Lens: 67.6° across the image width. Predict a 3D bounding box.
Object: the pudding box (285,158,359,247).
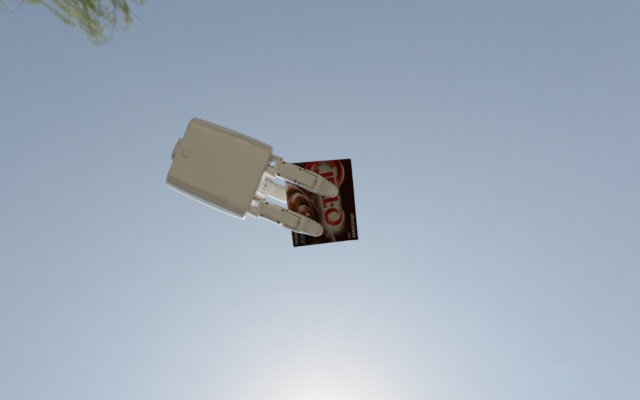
[{"bbox_3d":[0.000,0.002,0.646,0.090,0.113,0.039,-6,3,-8],"label":"pudding box"}]
